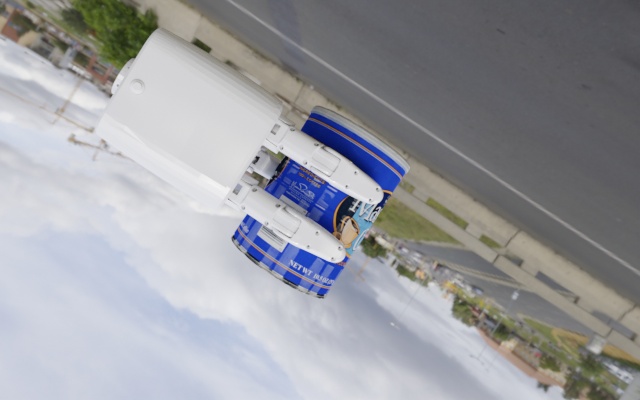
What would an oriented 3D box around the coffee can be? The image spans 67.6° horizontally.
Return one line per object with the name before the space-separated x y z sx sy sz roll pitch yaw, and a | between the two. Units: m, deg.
coffee can | 0.000 0.001 0.433 0.103 0.140 0.103 33 1 -1
